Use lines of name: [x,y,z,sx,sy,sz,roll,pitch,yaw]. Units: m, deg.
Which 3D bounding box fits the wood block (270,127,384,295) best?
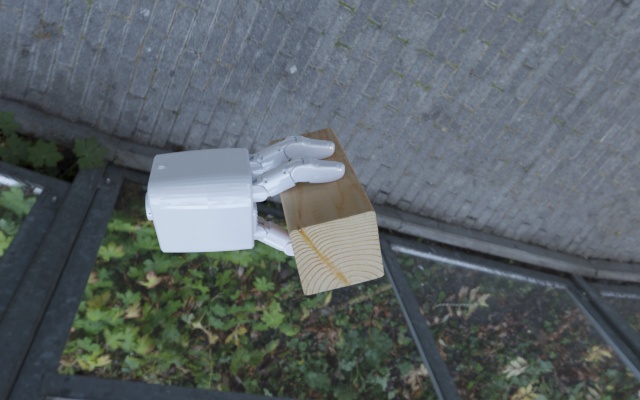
wood block: [0.000,0.002,0.570,0.090,0.091,0.206,-14,34,-4]
